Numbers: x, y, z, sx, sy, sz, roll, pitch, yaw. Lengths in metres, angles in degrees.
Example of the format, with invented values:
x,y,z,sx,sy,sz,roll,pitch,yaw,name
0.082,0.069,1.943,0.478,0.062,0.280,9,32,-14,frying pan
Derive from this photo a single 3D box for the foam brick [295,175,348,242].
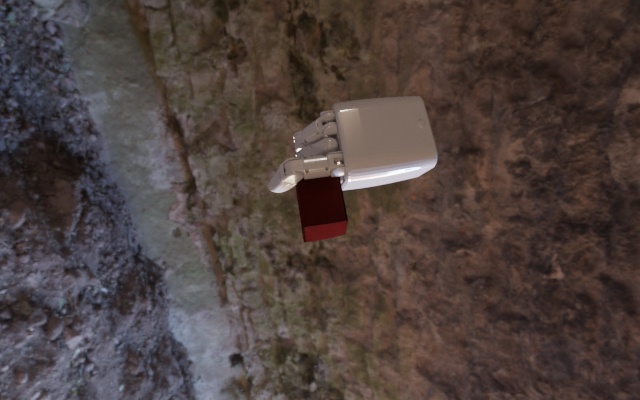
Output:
x,y,z,sx,sy,sz,roll,pitch,yaw,name
0.000,0.002,0.559,0.051,0.078,0.053,-7,-22,-5,foam brick
